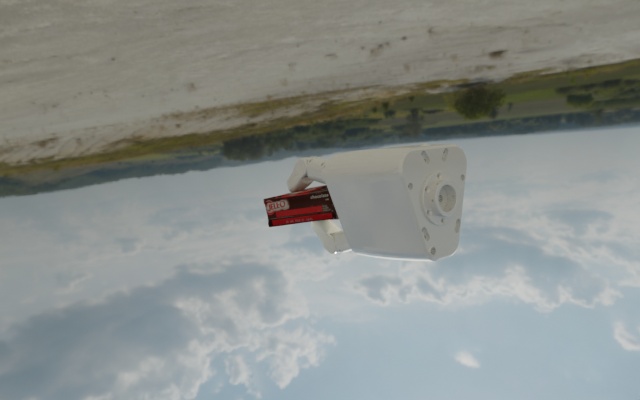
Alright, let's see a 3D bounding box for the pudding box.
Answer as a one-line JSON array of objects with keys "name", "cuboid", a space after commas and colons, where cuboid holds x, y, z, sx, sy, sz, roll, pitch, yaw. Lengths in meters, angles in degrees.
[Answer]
[{"name": "pudding box", "cuboid": [0.000, 0.002, 0.570, 0.090, 0.039, 0.113, -7, 2, 26]}]
